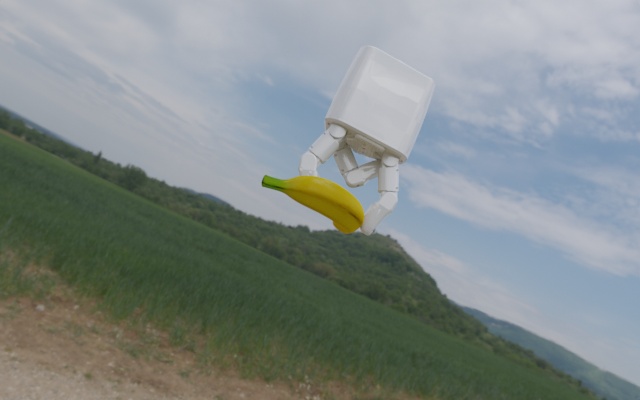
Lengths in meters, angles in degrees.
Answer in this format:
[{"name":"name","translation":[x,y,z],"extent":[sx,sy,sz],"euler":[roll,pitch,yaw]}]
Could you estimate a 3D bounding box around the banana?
[{"name":"banana","translation":[0.014,0.006,0.535],"extent":[0.069,0.037,0.198],"euler":[20,-8,29]}]
